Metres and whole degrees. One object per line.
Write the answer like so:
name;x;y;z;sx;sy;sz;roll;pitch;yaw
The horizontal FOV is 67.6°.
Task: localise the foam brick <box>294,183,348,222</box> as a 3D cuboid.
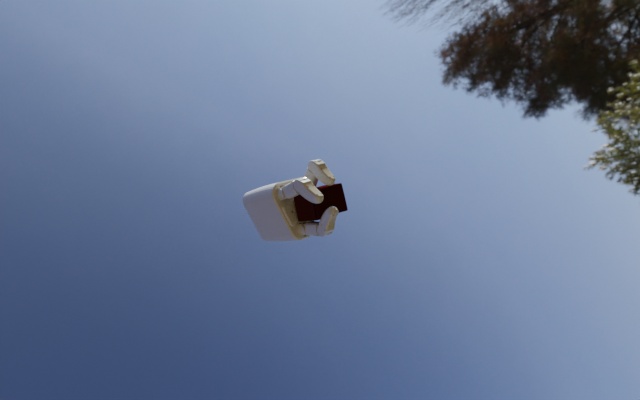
foam brick;0.000;0.003;0.850;0.078;0.053;0.051;-16;6;-43
